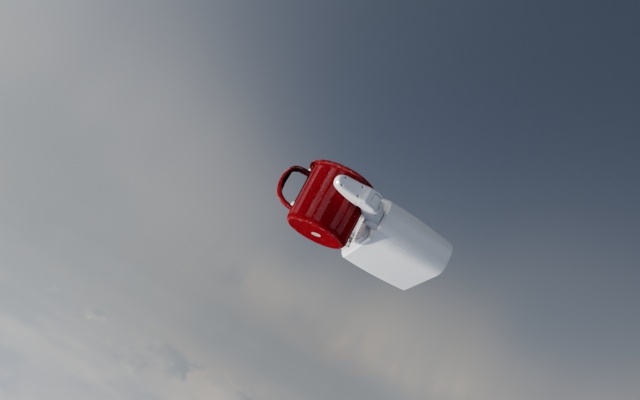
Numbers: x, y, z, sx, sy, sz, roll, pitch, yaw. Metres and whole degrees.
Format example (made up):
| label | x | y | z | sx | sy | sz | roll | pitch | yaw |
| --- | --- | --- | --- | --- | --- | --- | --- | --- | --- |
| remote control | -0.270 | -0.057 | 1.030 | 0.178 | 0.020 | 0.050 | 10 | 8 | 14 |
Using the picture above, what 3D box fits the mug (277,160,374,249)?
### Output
| label | x | y | z | sx | sy | sz | roll | pitch | yaw |
| --- | --- | --- | --- | --- | --- | --- | --- | --- | --- |
| mug | -0.001 | 0.001 | 0.598 | 0.117 | 0.081 | 0.093 | 31 | -18 | -8 |
